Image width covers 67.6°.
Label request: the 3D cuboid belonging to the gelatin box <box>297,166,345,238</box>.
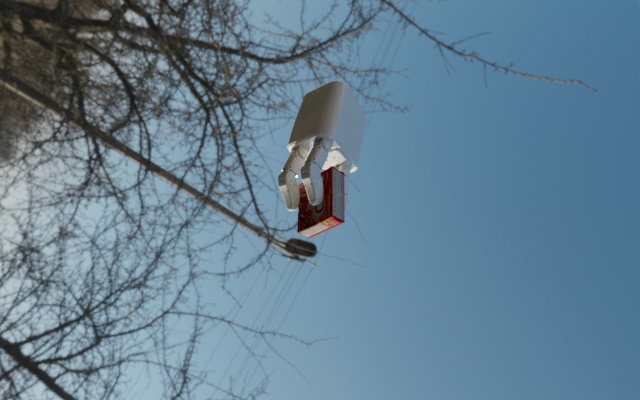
[{"bbox_3d":[0.000,0.003,0.711,0.073,0.089,0.030,-26,-40,38],"label":"gelatin box"}]
